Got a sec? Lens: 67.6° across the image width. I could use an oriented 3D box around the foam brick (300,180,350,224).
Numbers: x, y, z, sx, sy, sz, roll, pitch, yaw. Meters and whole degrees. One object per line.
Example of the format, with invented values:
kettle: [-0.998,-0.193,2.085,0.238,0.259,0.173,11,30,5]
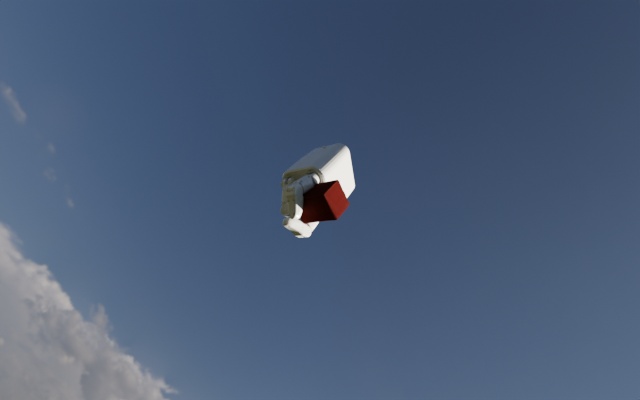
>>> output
foam brick: [0.000,0.003,0.822,0.078,0.053,0.051,-8,26,41]
